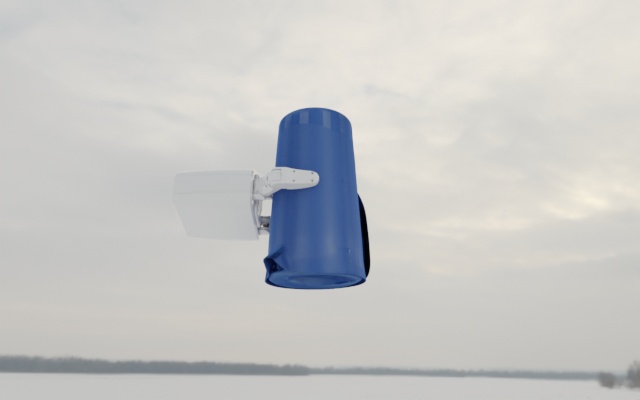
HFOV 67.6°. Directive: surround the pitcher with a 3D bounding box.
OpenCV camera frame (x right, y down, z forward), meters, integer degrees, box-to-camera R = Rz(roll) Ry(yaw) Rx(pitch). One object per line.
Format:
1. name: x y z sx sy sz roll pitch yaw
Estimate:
1. pitcher: 0.000 0.002 0.670 0.145 0.242 0.149 0 -19 1
